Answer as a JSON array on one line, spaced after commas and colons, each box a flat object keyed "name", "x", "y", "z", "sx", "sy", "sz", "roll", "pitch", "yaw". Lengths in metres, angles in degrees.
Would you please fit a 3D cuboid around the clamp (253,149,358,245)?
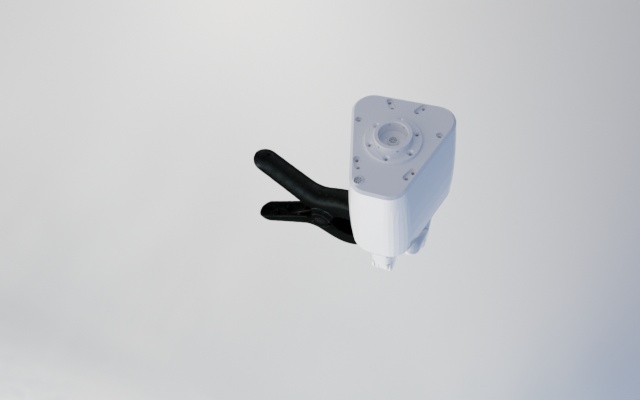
[{"name": "clamp", "x": 0.000, "y": 0.002, "z": 0.525, "sx": 0.171, "sy": 0.039, "sz": 0.120, "roll": 14, "pitch": -28, "yaw": 17}]
